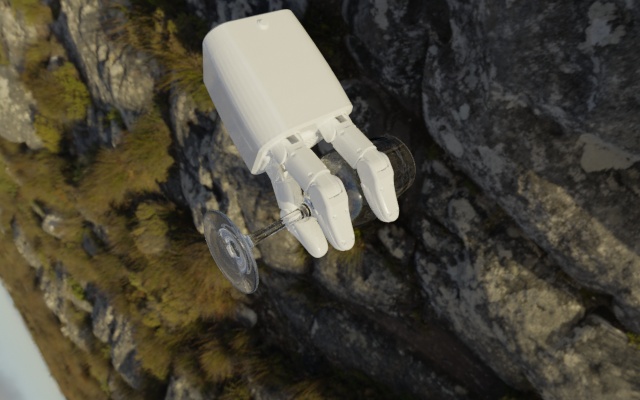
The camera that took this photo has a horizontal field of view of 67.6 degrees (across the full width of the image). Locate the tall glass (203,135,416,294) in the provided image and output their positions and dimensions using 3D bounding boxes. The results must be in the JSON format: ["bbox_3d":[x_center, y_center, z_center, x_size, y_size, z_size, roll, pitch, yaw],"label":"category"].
[{"bbox_3d":[0.000,0.002,0.433,0.201,0.079,0.079,-28,16,-33],"label":"tall glass"}]
